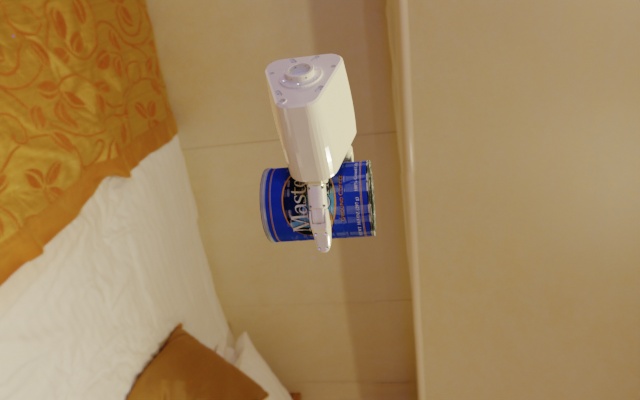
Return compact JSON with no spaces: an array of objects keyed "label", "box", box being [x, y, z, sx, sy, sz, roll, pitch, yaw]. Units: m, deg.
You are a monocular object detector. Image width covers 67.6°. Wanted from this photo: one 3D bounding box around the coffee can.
[{"label":"coffee can","box":[0.000,0.002,0.640,0.140,0.103,0.103,-4,-1,9]}]
